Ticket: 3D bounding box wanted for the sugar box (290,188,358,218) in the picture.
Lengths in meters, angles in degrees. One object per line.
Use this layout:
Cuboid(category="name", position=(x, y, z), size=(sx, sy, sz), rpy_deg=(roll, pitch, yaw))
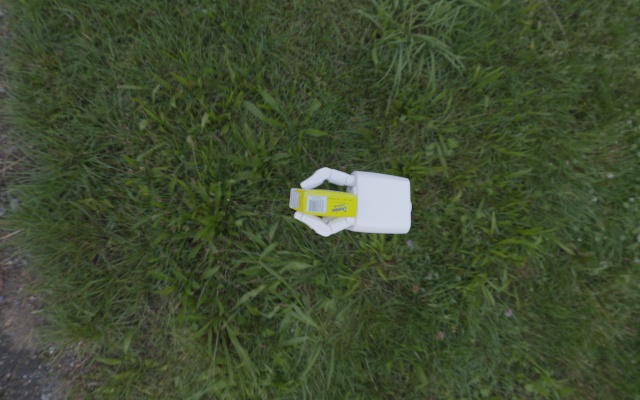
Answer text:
Cuboid(category="sugar box", position=(0.000, 0.003, 0.878), size=(0.093, 0.048, 0.176), rpy_deg=(5, -1, -11))
